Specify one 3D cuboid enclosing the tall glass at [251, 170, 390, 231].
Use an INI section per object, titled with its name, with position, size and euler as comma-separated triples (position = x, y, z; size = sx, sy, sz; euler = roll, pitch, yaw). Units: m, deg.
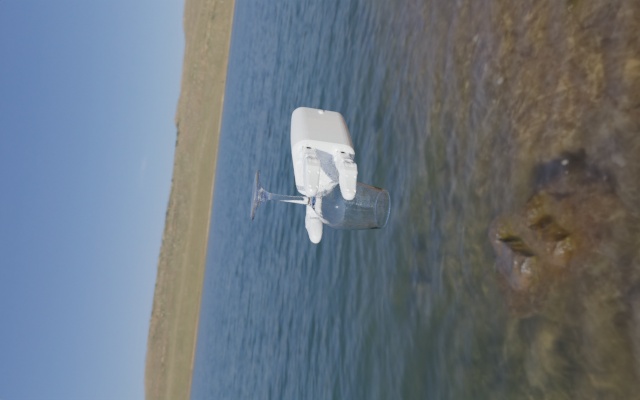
[tall glass]
position = -0.001, 0.002, 0.717
size = 0.201, 0.079, 0.079
euler = 7, -2, -13
